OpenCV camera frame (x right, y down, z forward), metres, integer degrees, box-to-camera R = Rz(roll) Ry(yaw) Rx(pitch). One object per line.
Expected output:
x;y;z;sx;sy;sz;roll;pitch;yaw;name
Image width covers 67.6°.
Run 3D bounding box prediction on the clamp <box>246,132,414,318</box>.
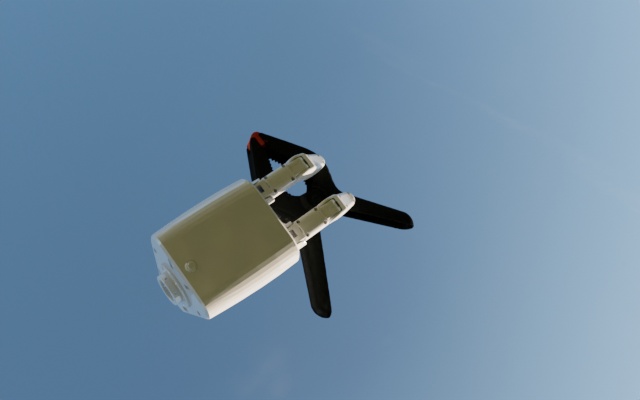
-0.001;0.002;0.540;0.164;0.210;0.036;-34;-7;-29;clamp
